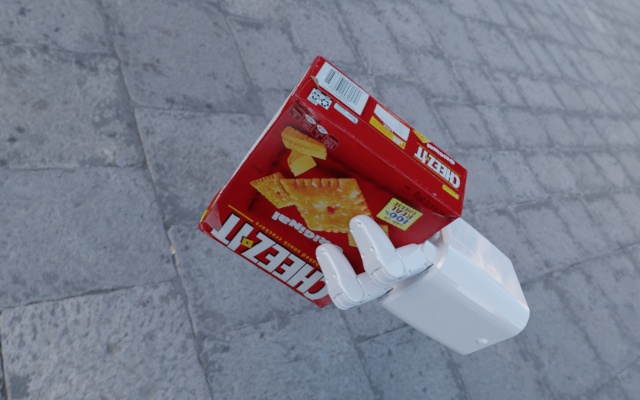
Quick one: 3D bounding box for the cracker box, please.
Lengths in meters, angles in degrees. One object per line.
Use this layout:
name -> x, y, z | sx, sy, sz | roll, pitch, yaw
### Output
cracker box -> 0.000, 0.001, 0.449 | 0.164, 0.072, 0.214 | 35, -46, -11
